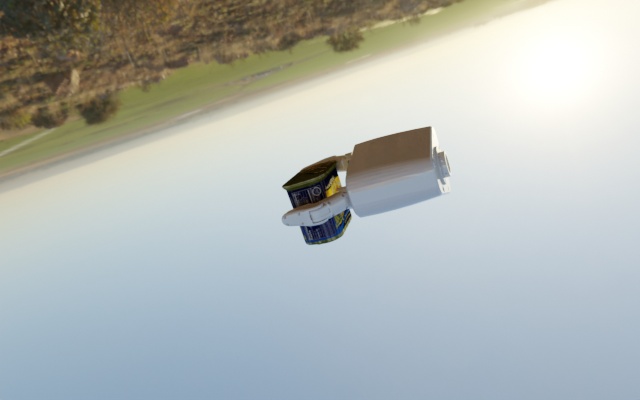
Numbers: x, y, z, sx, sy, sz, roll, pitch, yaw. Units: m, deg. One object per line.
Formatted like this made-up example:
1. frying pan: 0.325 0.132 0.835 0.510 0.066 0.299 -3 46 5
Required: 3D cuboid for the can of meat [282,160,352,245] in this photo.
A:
1. can of meat: 0.000 0.002 0.626 0.057 0.084 0.102 -15 13 19
